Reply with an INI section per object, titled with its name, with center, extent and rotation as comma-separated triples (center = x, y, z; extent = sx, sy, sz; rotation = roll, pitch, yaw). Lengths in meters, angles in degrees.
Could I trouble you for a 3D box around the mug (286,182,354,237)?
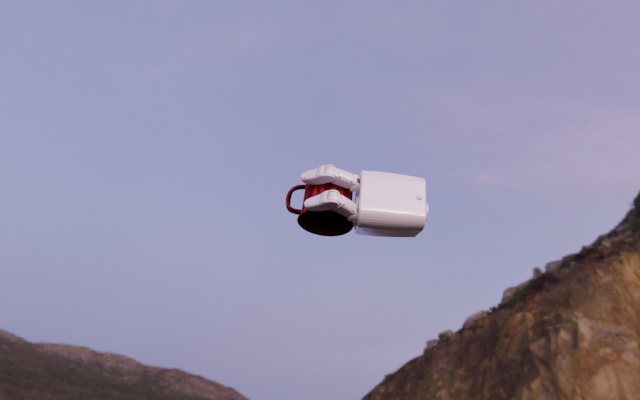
[mug]
center = -0.001, 0.002, 0.803
extent = 0.117, 0.081, 0.093
rotation = 6, -30, 2
